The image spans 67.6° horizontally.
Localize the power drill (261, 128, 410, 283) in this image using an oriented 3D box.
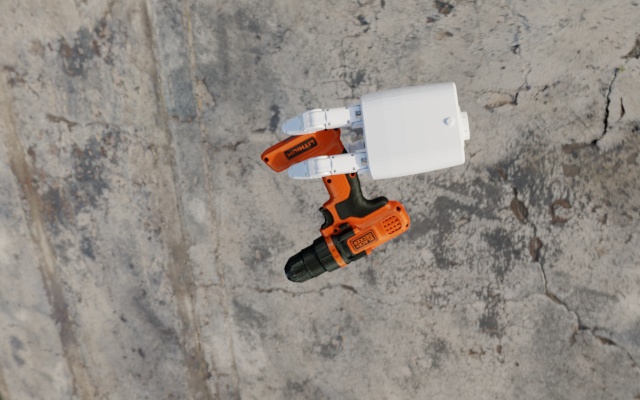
[{"bbox_3d":[0.000,0.002,0.628,0.184,0.188,0.057,-29,15,5],"label":"power drill"}]
